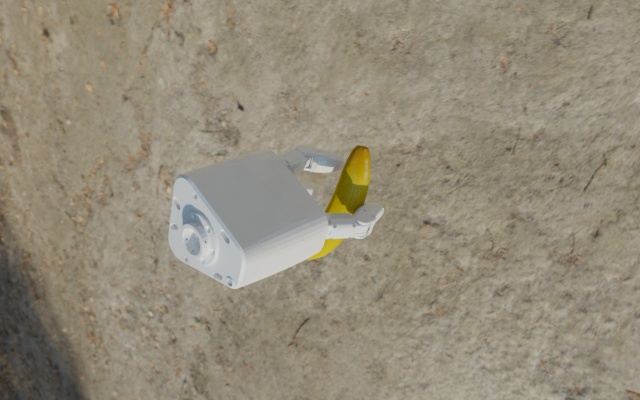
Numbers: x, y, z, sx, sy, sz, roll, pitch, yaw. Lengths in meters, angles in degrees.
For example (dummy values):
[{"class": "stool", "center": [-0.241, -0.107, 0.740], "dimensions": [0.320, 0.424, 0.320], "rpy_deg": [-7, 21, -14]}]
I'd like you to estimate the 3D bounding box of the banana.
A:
[{"class": "banana", "center": [0.008, 0.019, 0.558], "dimensions": [0.037, 0.069, 0.198], "rpy_deg": [-17, -21, -43]}]
